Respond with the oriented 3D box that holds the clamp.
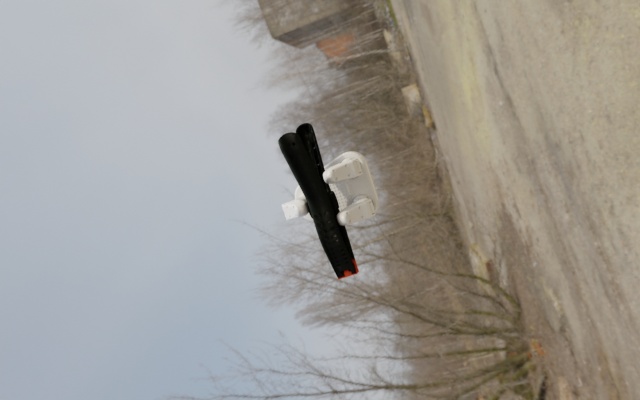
[{"bbox_3d":[0.000,0.003,0.592,0.036,0.210,0.164,-18,4,10],"label":"clamp"}]
